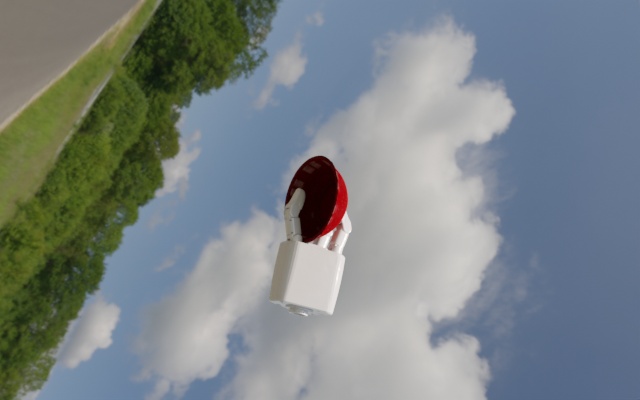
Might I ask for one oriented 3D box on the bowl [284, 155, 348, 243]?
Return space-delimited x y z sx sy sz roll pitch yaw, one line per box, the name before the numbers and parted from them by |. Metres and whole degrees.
bowl | 0.001 0.002 0.867 0.055 0.162 0.162 14 -8 -35
